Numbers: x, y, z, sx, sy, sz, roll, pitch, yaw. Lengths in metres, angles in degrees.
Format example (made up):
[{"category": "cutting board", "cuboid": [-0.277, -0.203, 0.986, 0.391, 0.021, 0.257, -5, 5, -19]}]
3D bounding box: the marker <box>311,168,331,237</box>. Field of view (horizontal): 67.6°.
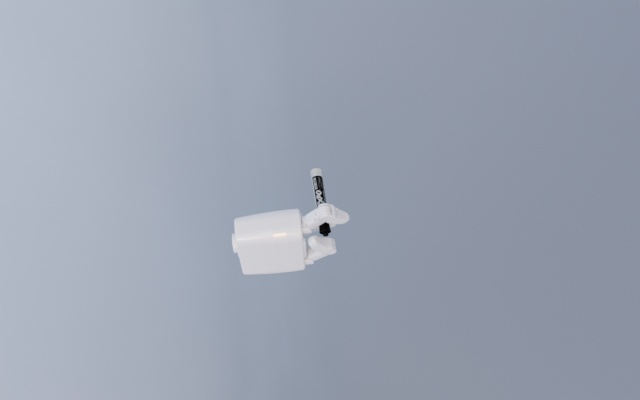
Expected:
[{"category": "marker", "cuboid": [0.000, 0.003, 0.778, 0.020, 0.121, 0.020, -7, -28, -4]}]
